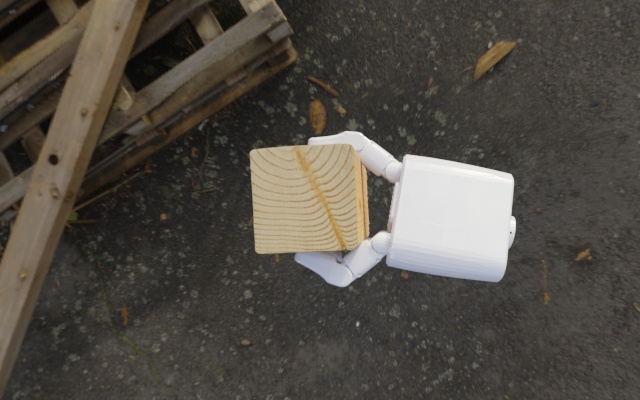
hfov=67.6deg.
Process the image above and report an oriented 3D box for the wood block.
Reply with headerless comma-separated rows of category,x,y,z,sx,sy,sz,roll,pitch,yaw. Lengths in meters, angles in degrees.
wood block,0.000,0.001,0.499,0.090,0.091,0.206,-3,-2,8
